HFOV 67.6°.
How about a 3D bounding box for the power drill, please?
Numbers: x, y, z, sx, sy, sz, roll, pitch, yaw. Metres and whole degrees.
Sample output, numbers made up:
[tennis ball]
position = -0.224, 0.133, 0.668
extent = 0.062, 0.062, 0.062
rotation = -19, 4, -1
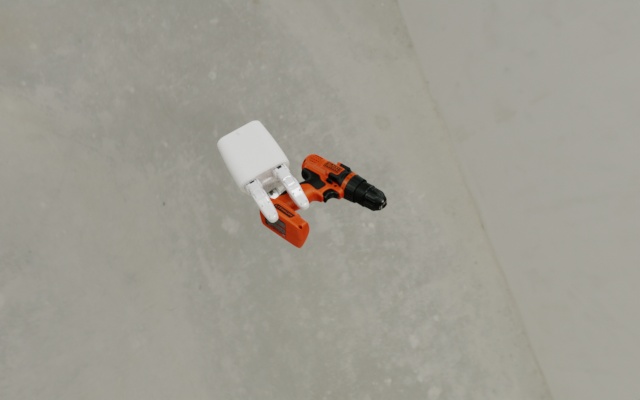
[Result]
[power drill]
position = 0.000, 0.003, 0.848
extent = 0.184, 0.057, 0.187
rotation = 29, 49, 28
